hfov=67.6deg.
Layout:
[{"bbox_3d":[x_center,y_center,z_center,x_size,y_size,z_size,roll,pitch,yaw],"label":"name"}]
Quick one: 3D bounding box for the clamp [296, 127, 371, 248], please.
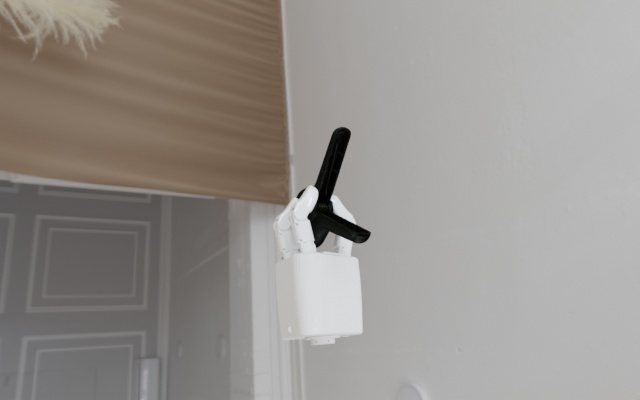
[{"bbox_3d":[0.001,0.003,0.692,0.036,0.164,0.210,5,-20,-28],"label":"clamp"}]
